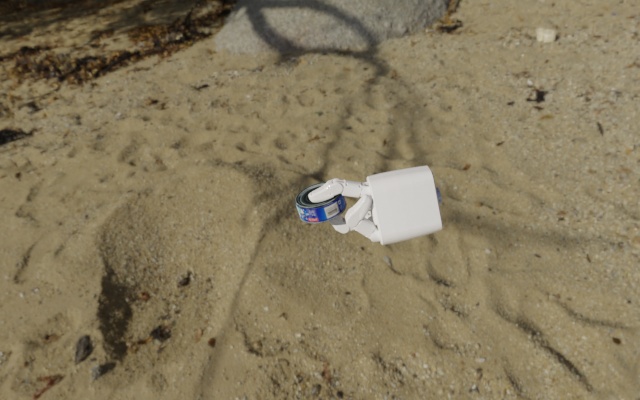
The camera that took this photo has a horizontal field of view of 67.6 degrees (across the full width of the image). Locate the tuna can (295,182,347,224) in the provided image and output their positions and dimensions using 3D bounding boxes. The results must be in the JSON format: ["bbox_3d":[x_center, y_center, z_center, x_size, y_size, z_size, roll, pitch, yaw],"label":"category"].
[{"bbox_3d":[0.000,0.002,0.829,0.086,0.034,0.086,-13,29,7],"label":"tuna can"}]
